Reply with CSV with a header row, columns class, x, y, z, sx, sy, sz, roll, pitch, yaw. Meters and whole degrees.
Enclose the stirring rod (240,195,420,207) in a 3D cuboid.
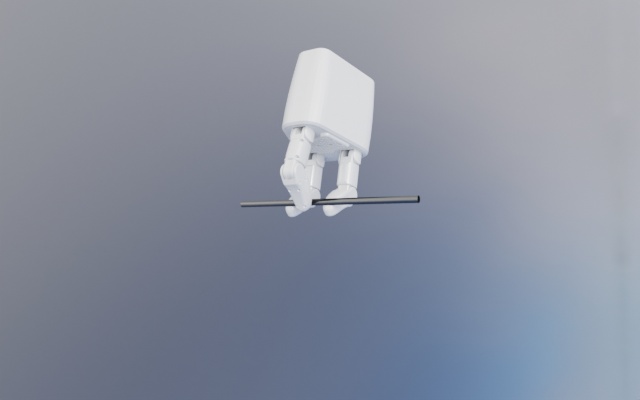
class,x,y,z,sx,sy,sz,roll,pitch,yaw
stirring rod,0.000,0.002,0.559,0.239,0.011,0.011,-2,-1,32
